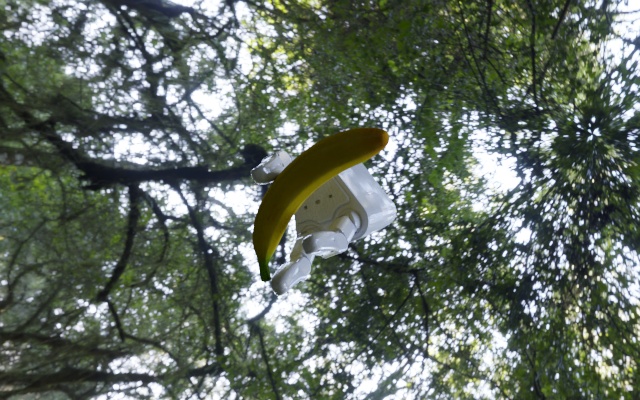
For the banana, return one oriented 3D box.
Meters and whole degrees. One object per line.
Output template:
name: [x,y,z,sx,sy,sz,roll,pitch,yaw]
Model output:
banana: [-0.014,-0.009,0.473,0.069,0.198,0.037,47,23,18]
